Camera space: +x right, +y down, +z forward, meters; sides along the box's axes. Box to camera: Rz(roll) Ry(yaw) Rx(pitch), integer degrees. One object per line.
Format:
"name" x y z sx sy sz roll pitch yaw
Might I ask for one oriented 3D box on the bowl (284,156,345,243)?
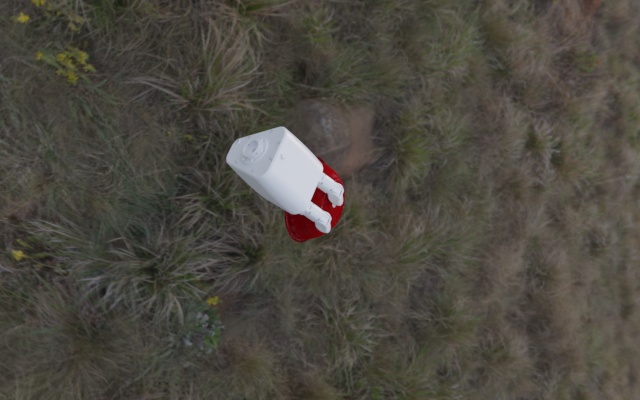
"bowl" 0.001 0.003 0.866 0.055 0.162 0.162 12 5 27
